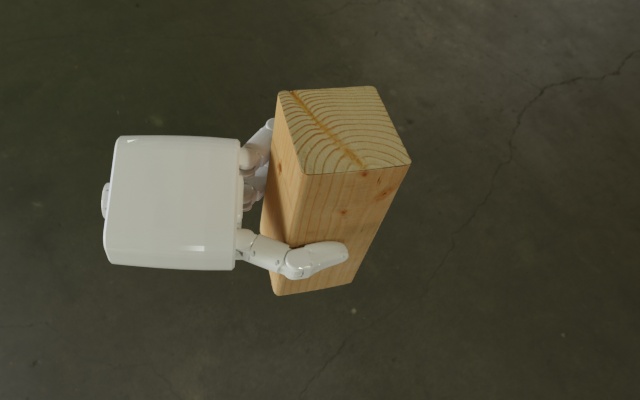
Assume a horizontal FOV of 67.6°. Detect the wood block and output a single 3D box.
[{"bbox_3d":[0.000,0.002,0.459,0.090,0.090,0.206,-7,-34,-17],"label":"wood block"}]
